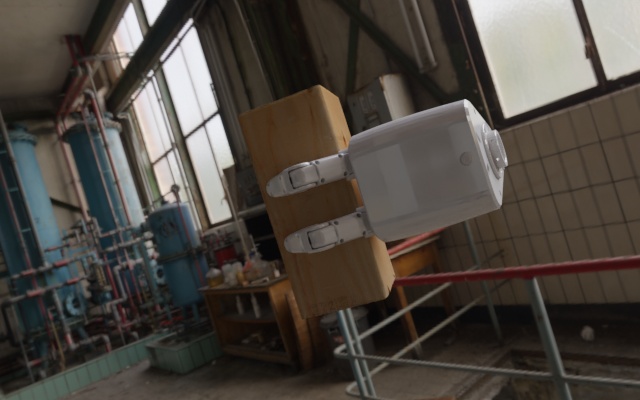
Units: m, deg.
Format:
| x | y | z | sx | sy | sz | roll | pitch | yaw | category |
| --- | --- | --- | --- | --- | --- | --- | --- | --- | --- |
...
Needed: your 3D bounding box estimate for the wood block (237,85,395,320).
| x | y | z | sx | sy | sz | roll | pitch | yaw | category |
| --- | --- | --- | --- | --- | --- | --- | --- | --- | --- |
| 0.000 | 0.001 | 0.490 | 0.090 | 0.206 | 0.091 | -17 | 0 | 14 | wood block |
